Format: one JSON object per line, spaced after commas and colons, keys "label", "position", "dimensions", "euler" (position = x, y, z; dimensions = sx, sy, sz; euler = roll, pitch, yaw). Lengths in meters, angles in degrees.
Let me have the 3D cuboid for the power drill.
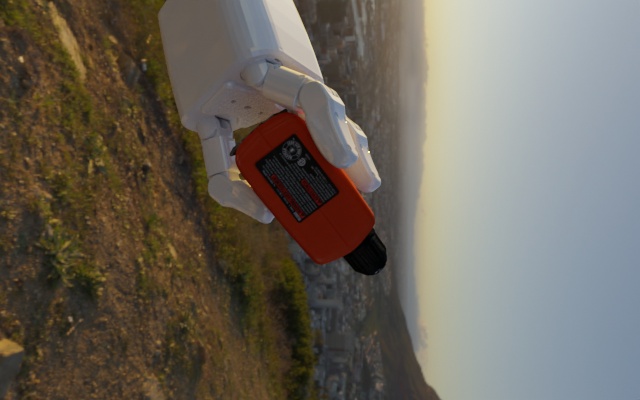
{"label": "power drill", "position": [0.000, 0.001, 0.407], "dimensions": [0.057, 0.184, 0.187], "euler": [-40, 1, 1]}
